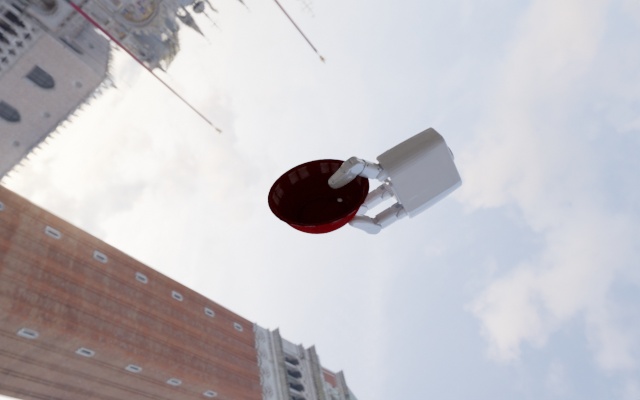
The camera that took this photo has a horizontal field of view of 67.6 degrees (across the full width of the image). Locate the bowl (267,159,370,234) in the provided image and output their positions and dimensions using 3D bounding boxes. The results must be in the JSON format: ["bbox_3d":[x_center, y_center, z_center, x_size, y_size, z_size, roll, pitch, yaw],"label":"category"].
[{"bbox_3d":[-0.001,0.003,0.759,0.162,0.055,0.162,-7,40,6],"label":"bowl"}]
